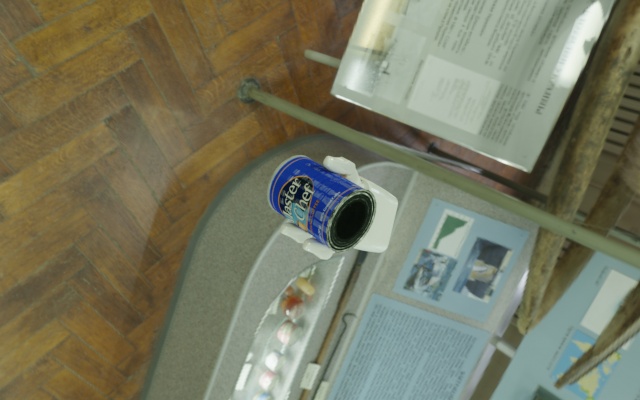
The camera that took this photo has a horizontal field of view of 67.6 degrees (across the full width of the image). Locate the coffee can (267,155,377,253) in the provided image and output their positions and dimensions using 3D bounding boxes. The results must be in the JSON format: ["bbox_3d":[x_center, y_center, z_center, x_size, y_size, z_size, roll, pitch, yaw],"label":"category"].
[{"bbox_3d":[0.000,0.002,0.734,0.103,0.103,0.140,0,24,-47],"label":"coffee can"}]
